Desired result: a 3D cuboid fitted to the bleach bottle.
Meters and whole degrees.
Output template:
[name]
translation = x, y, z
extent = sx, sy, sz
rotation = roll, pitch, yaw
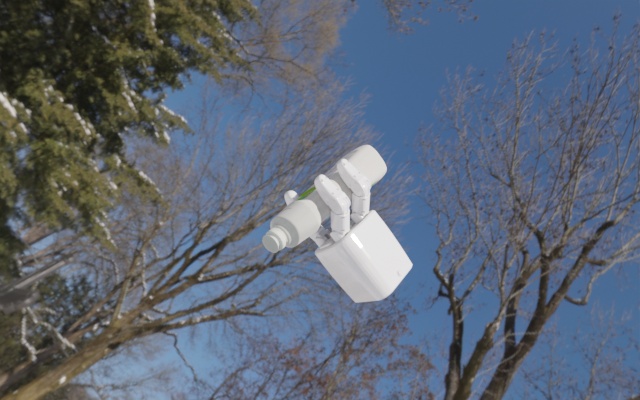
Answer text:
[bleach bottle]
translation = 0.000, 0.002, 0.727
extent = 0.250, 0.068, 0.102
rotation = -39, 4, -42
